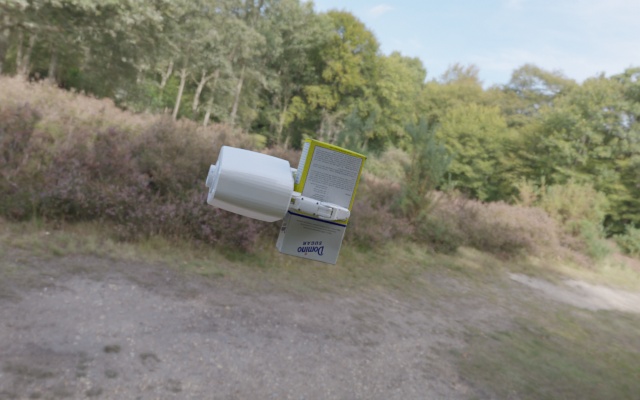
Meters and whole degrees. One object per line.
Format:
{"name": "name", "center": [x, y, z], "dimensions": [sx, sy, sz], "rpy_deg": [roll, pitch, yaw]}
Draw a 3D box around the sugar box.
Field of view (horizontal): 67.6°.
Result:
{"name": "sugar box", "center": [0.000, 0.002, 0.731], "dimensions": [0.093, 0.176, 0.048], "rpy_deg": [15, 8, -17]}
